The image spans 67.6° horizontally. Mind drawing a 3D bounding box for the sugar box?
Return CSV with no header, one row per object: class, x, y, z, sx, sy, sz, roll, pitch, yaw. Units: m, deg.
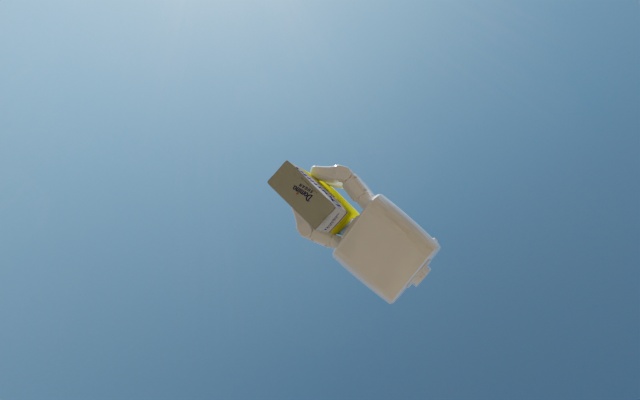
sugar box,0.001,0.002,0.673,0.093,0.048,0.176,44,4,16
